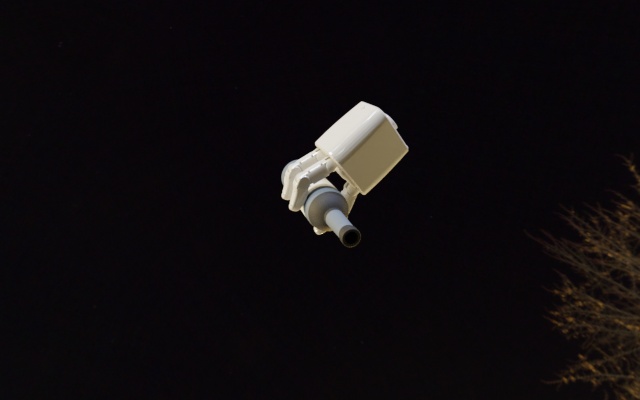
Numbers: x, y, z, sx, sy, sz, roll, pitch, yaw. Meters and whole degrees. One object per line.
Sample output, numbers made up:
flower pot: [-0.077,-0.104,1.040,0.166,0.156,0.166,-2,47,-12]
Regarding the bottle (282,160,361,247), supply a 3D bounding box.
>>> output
bottle: [0.000,0.003,0.771,0.069,0.069,0.295,0,19,-17]
